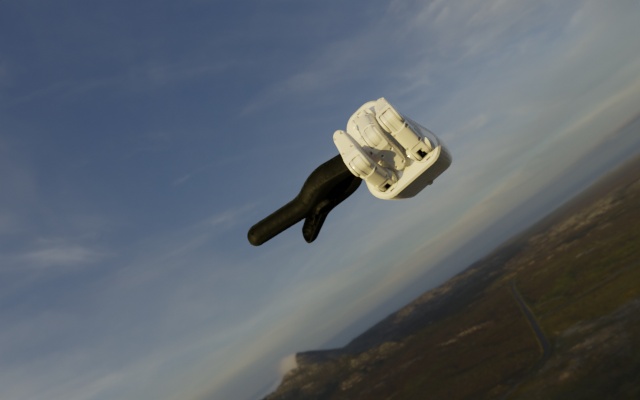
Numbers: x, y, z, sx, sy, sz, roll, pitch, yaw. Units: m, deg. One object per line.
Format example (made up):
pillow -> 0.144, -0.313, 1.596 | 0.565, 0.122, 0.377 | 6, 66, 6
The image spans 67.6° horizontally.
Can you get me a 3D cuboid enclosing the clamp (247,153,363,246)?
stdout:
clamp -> 0.000, 0.001, 0.590 | 0.171, 0.039, 0.120 | -40, -19, 19
